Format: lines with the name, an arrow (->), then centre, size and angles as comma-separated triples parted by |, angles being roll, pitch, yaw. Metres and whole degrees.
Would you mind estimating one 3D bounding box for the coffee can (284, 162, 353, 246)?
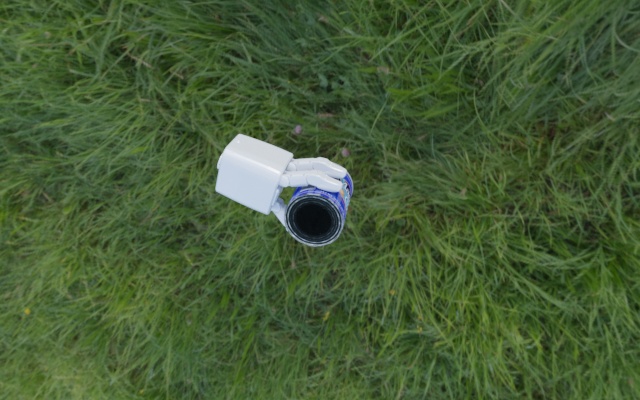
coffee can -> 0.000, 0.003, 0.865 | 0.103, 0.103, 0.140 | 0, 27, 11
